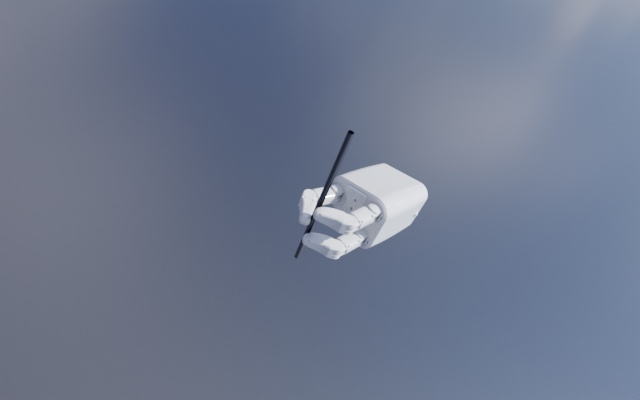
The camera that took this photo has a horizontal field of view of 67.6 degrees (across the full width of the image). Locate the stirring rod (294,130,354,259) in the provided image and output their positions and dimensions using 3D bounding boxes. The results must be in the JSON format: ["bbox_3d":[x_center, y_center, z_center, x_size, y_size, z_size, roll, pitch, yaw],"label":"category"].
[{"bbox_3d":[0.000,0.002,0.642,0.011,0.011,0.240,0,-43,-24],"label":"stirring rod"}]
